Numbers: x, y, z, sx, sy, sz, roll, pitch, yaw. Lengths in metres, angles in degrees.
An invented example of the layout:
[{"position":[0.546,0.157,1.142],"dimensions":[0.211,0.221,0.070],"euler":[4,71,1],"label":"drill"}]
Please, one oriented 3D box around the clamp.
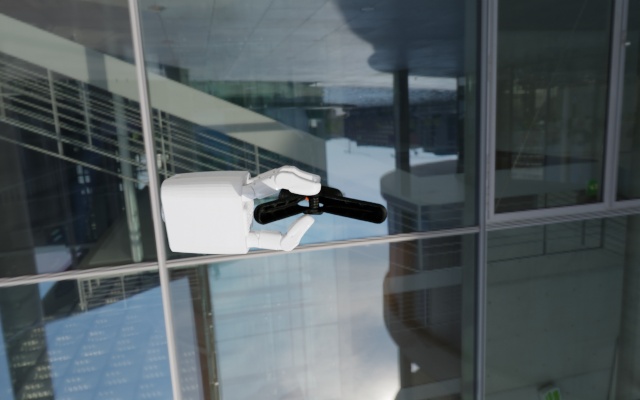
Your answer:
[{"position":[0.000,0.003,0.669],"dimensions":[0.164,0.036,0.210],"euler":[2,10,-1],"label":"clamp"}]
